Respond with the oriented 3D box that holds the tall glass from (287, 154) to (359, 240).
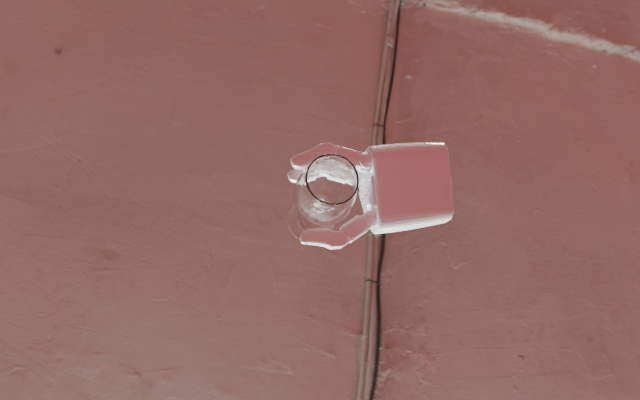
[{"bbox_3d":[0.000,0.002,0.635,0.079,0.079,0.201,0,-15,-8],"label":"tall glass"}]
